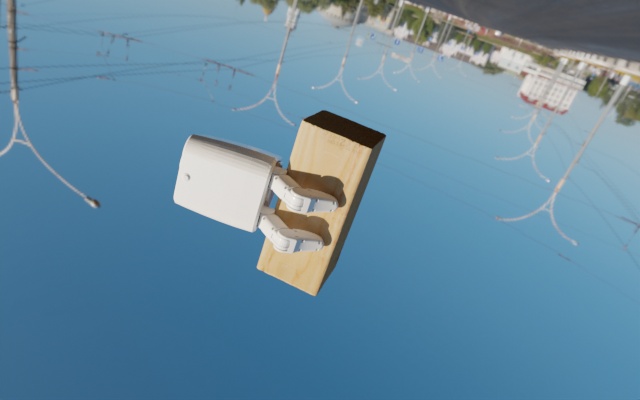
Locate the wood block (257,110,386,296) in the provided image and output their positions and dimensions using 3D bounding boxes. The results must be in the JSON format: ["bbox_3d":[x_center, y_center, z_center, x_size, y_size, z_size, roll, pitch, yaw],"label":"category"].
[{"bbox_3d":[0.000,0.002,0.609,0.090,0.206,0.090,24,24,9],"label":"wood block"}]
